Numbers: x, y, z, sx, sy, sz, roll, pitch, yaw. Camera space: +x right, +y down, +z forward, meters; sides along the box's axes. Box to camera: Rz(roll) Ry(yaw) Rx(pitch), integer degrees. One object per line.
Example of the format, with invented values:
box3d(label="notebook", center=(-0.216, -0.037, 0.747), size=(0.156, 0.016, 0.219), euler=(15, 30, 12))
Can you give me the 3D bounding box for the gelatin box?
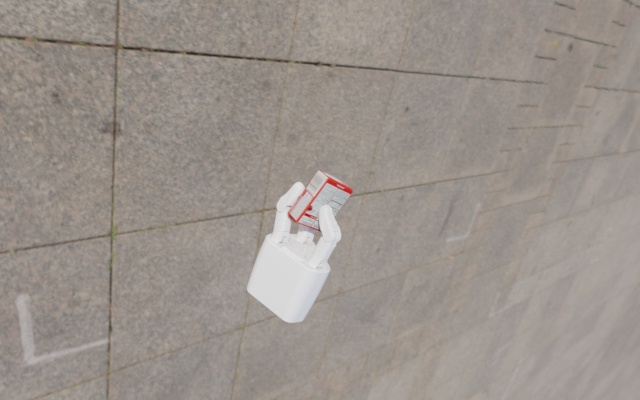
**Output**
box3d(label="gelatin box", center=(0.001, 0.002, 0.758), size=(0.073, 0.089, 0.030), euler=(24, 16, -50))
